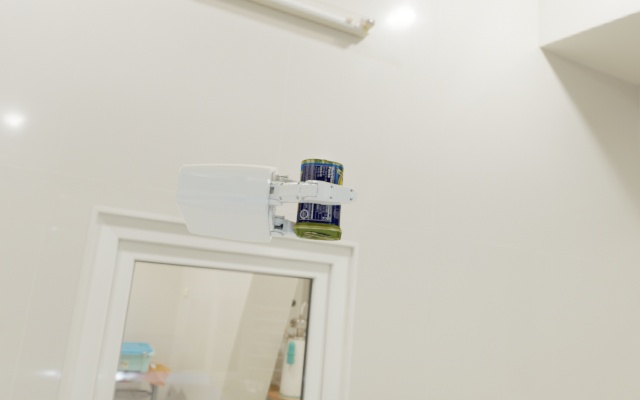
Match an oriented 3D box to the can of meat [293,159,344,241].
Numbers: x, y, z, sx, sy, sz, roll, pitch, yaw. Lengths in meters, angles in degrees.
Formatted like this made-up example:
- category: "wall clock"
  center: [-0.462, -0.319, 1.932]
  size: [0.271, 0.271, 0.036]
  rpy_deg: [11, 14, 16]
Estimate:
- category: "can of meat"
  center: [0.000, 0.002, 0.592]
  size: [0.057, 0.084, 0.102]
  rpy_deg: [4, -12, 2]
